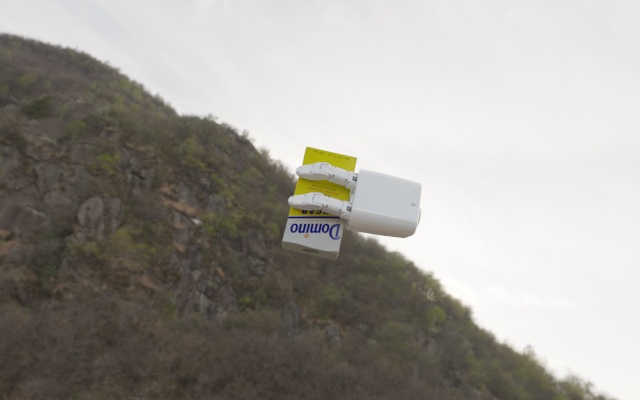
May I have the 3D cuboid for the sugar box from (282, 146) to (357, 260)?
[{"bbox_3d":[0.000,0.002,0.795,0.093,0.176,0.048,12,-25,0],"label":"sugar box"}]
